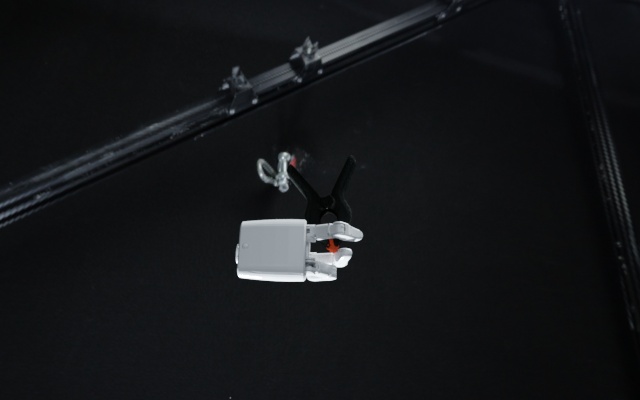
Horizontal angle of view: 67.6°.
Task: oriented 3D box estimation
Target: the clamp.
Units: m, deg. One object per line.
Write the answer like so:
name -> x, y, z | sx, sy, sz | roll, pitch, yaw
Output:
clamp -> 0.000, 0.003, 0.807 | 0.120, 0.171, 0.039 | -3, -23, 11
